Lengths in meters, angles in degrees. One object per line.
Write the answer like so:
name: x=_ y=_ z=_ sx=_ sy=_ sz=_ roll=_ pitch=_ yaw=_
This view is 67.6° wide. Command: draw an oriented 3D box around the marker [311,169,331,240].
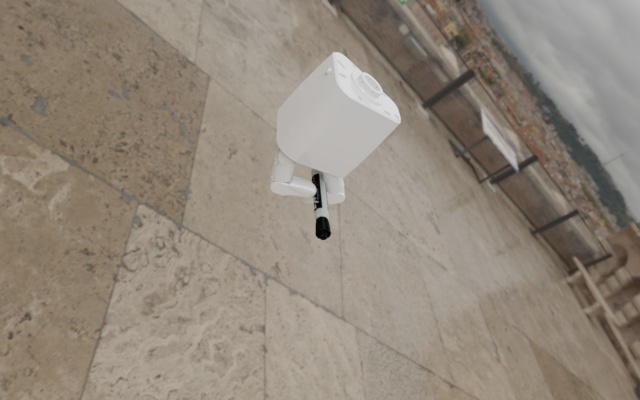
marker: x=0.000 y=0.002 z=0.605 sx=0.020 sy=0.020 sz=0.121 roll=0 pitch=44 yaw=-4
